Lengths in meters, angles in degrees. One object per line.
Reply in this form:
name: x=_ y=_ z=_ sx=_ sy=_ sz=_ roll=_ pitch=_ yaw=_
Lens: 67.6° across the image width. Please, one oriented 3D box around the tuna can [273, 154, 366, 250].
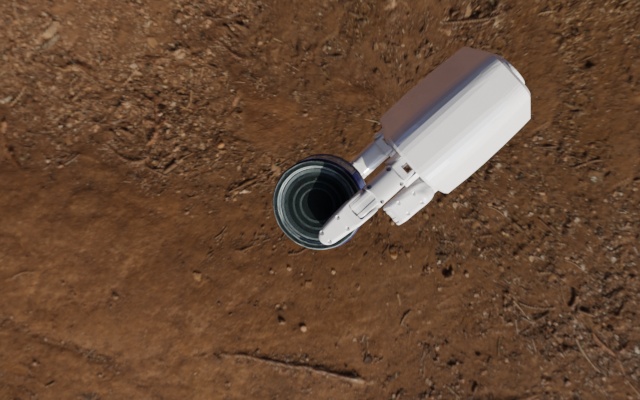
tuna can: x=0.000 y=0.002 z=0.441 sx=0.086 sy=0.086 sz=0.033 roll=0 pitch=13 yaw=13
